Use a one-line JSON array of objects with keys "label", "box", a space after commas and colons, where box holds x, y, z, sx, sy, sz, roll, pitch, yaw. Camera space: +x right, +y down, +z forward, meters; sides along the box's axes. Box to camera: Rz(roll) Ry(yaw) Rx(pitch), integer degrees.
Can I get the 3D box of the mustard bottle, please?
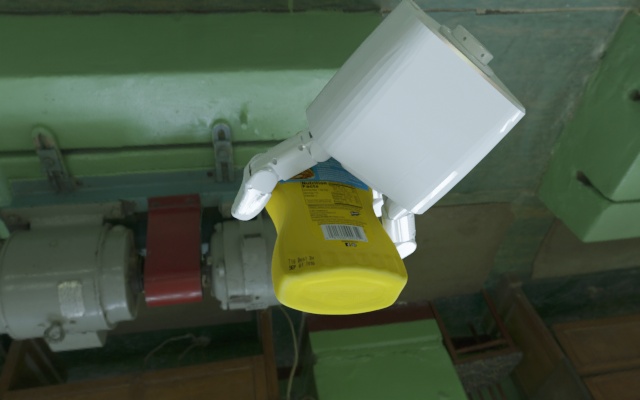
[{"label": "mustard bottle", "box": [0.000, 0.002, 0.403, 0.096, 0.058, 0.191, 3, 42, -17]}]
